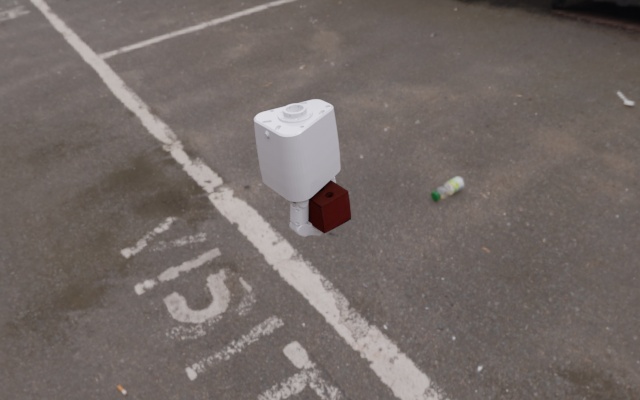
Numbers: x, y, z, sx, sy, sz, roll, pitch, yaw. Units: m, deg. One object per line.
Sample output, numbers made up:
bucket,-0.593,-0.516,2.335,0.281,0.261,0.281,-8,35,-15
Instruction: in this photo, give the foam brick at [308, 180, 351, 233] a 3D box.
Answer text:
foam brick,0.000,0.002,0.710,0.053,0.051,0.078,-29,42,-28
